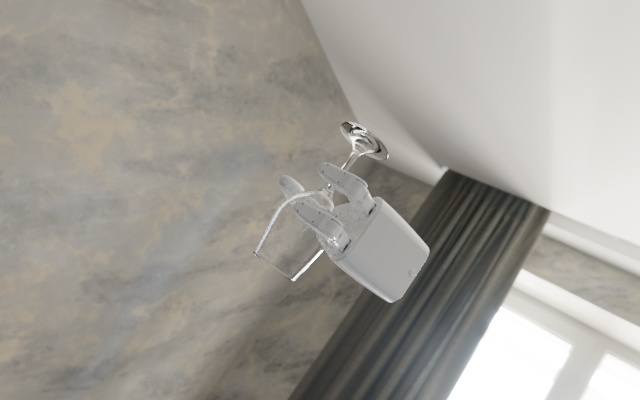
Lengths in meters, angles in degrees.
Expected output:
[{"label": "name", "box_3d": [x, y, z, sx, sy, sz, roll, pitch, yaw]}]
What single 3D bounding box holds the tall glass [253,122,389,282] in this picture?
[{"label": "tall glass", "box_3d": [0.000, 0.001, 0.597, 0.079, 0.201, 0.079, 35, -12, 8]}]
